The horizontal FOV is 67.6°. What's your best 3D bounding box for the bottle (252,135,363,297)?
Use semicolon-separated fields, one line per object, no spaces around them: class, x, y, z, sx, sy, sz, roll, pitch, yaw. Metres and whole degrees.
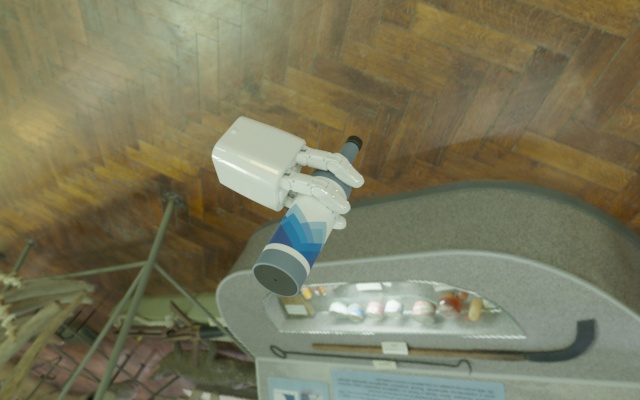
bottle;0.000;0.003;0.695;0.069;0.069;0.295;0;42;32
